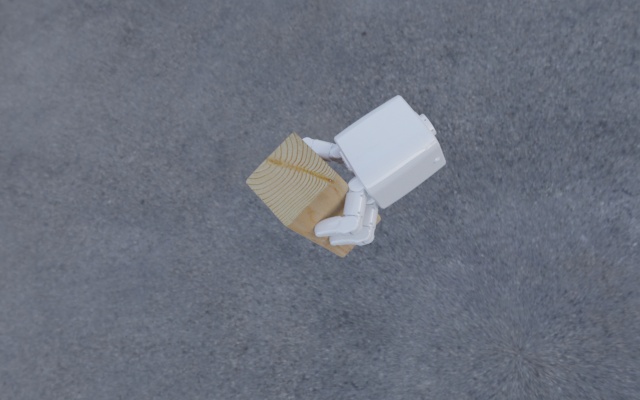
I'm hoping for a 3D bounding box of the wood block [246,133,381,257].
[{"bbox_3d":[0.000,0.002,0.667,0.090,0.090,0.206,46,4,28],"label":"wood block"}]
